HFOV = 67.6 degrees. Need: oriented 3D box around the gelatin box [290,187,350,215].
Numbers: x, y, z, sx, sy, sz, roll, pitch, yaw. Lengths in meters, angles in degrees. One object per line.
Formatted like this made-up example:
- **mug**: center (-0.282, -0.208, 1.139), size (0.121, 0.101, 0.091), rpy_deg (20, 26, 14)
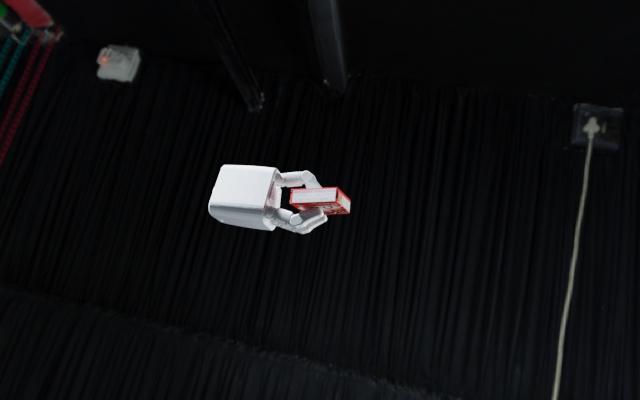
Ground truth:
- **gelatin box**: center (0.000, 0.002, 0.848), size (0.089, 0.030, 0.073), rpy_deg (-3, -18, 21)
